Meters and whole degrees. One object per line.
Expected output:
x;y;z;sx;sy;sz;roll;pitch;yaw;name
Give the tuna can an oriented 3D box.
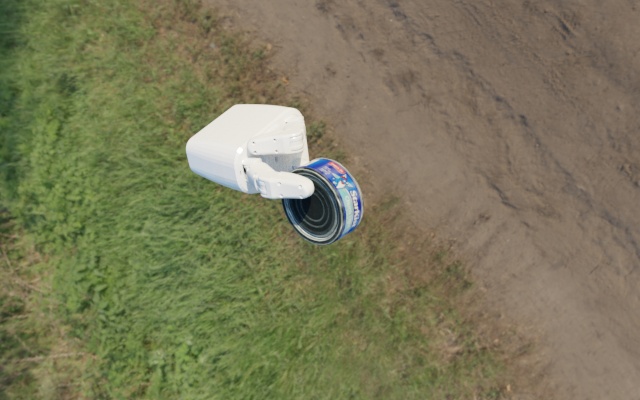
0.000;0.002;0.489;0.086;0.086;0.033;0;20;43;tuna can
